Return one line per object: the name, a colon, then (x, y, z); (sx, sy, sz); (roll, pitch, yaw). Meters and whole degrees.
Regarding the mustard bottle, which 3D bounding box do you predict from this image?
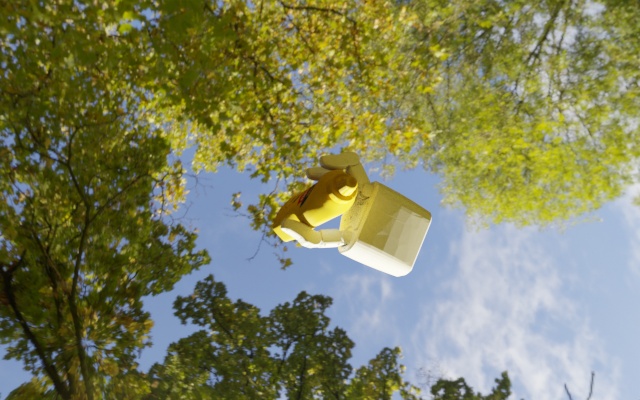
mustard bottle: (0.000, 0.002, 0.696); (0.096, 0.058, 0.192); (-45, 7, -29)
